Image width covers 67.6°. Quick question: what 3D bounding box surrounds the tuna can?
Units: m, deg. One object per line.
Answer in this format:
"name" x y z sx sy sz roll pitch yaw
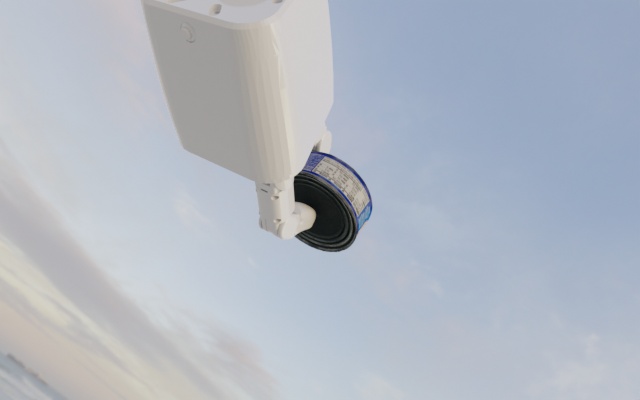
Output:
"tuna can" 0.000 0.001 0.407 0.086 0.086 0.033 0 37 40
